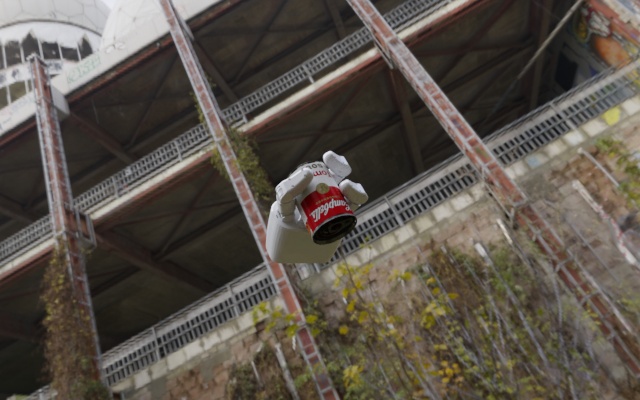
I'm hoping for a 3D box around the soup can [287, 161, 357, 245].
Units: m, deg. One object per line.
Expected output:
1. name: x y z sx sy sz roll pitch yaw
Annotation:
1. soup can: 0.000 0.002 0.679 0.068 0.102 0.068 -20 -31 -13
